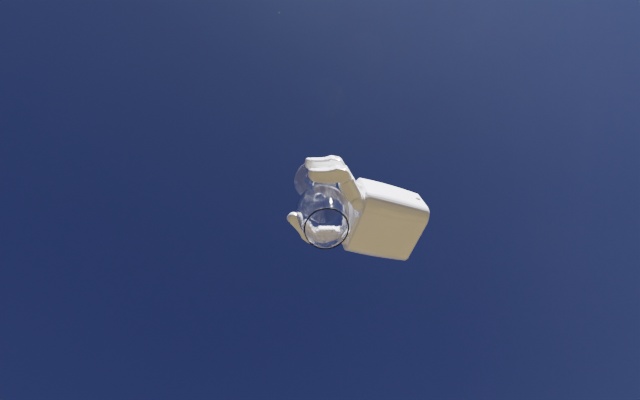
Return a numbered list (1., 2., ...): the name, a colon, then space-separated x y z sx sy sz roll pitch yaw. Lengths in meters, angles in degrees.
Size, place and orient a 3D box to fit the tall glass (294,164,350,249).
1. tall glass: 0.000 0.002 0.734 0.079 0.079 0.201 0 21 -5
